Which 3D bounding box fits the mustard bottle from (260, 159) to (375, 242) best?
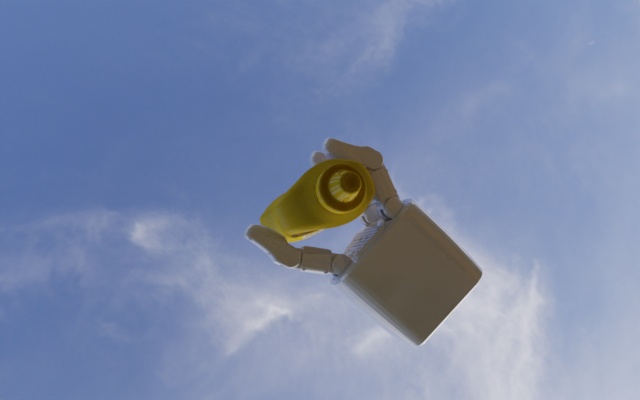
[{"bbox_3d":[0.000,0.001,0.459,0.096,0.058,0.191,-23,-2,-17],"label":"mustard bottle"}]
